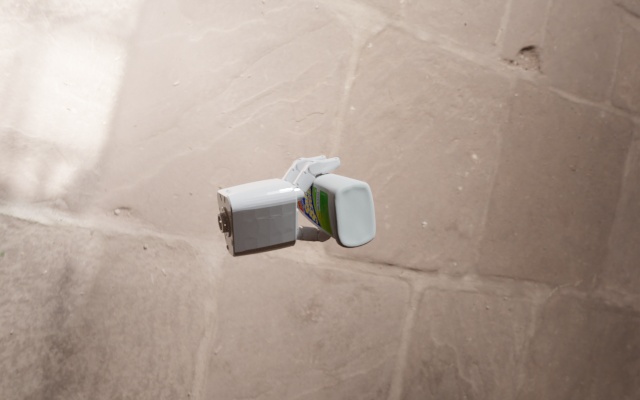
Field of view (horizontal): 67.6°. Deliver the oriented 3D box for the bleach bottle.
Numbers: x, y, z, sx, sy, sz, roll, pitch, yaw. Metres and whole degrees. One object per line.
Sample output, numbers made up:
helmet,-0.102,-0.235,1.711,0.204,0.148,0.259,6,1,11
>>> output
bleach bottle,0.000,0.003,0.810,0.068,0.102,0.251,-11,13,-23
